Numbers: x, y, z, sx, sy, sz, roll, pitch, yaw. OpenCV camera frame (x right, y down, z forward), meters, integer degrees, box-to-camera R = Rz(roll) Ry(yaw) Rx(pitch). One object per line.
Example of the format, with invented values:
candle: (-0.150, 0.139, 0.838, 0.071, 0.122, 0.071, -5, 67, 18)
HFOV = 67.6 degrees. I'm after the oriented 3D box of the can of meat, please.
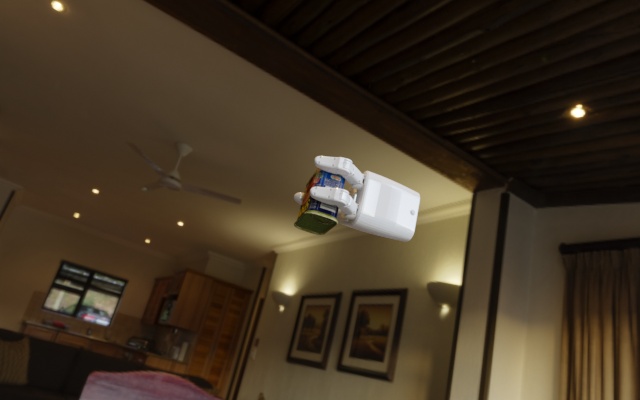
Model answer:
can of meat: (0.000, 0.002, 0.806, 0.057, 0.084, 0.102, 19, -21, -11)
